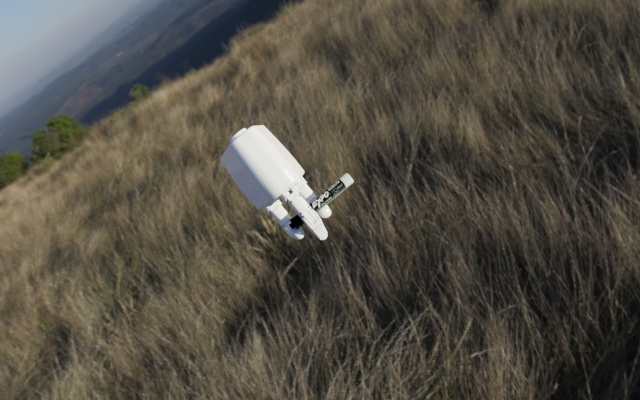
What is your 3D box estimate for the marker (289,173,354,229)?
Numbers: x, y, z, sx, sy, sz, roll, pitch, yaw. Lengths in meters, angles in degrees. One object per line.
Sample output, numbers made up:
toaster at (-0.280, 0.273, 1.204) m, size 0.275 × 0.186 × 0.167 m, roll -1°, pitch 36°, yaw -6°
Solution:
marker at (0.000, 0.002, 0.738) m, size 0.121 × 0.020 × 0.020 m, roll -40°, pitch 7°, yaw -8°
